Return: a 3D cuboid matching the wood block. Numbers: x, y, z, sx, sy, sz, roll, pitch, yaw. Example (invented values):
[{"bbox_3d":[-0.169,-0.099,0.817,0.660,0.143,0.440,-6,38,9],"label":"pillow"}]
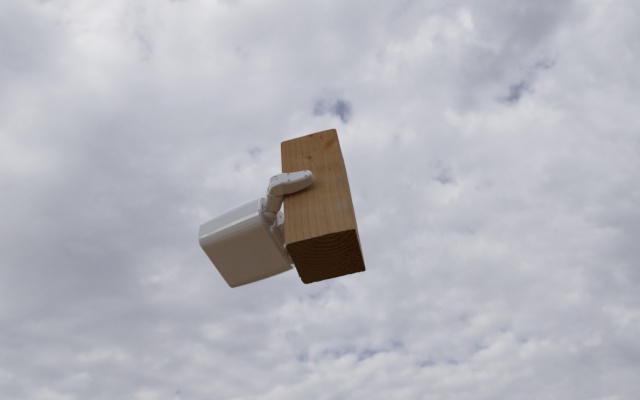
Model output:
[{"bbox_3d":[0.000,0.002,0.679,0.090,0.206,0.091,-13,-45,6],"label":"wood block"}]
